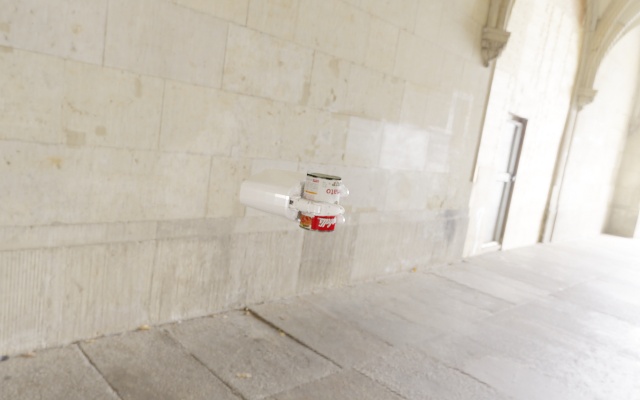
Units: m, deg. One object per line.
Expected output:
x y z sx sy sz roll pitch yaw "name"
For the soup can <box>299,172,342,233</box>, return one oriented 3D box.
0.001 0.003 0.892 0.068 0.102 0.068 8 8 -1 "soup can"
